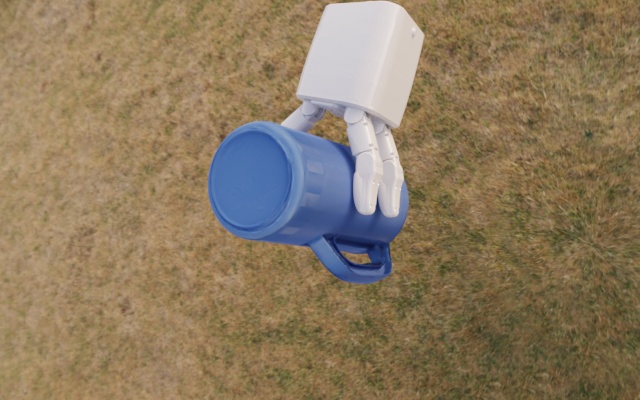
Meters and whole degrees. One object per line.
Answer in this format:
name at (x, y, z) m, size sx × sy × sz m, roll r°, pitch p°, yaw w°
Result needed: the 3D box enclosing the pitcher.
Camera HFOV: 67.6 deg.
pitcher at (0.000, 0.002, 0.520) m, size 0.149 × 0.145 × 0.243 m, roll 22°, pitch 6°, yaw 29°
